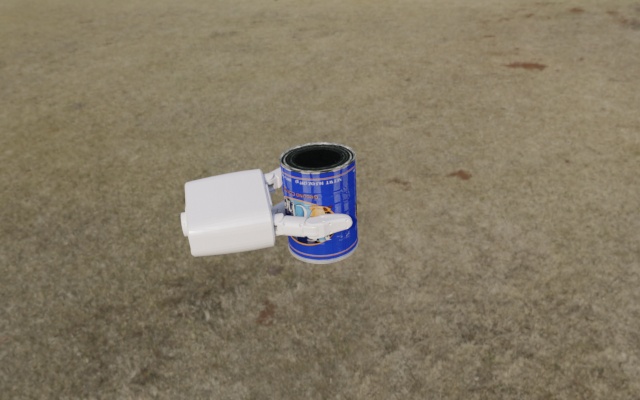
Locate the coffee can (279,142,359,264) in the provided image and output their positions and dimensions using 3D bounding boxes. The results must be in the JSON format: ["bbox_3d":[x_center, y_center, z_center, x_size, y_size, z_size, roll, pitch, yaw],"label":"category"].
[{"bbox_3d":[0.000,0.002,0.665,0.103,0.140,0.102,-3,28,2],"label":"coffee can"}]
